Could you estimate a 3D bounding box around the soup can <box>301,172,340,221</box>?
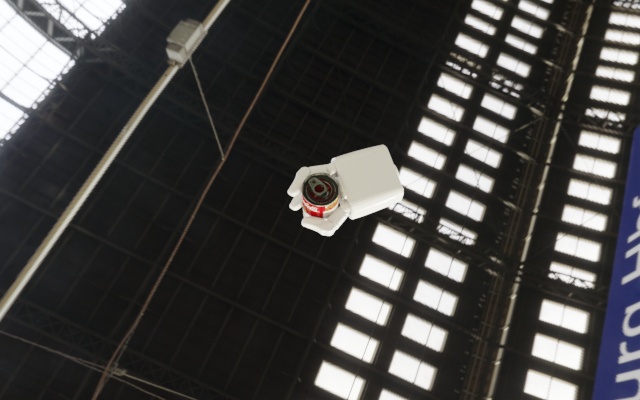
[{"bbox_3d":[0.000,0.003,0.881,0.068,0.068,0.102,0,-28,0],"label":"soup can"}]
